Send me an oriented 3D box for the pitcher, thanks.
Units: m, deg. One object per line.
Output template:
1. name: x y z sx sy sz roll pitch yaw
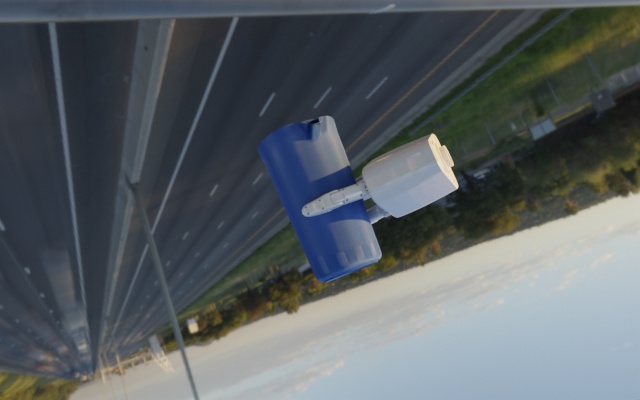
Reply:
1. pitcher: 0.000 0.002 0.763 0.145 0.242 0.149 -26 -11 20
